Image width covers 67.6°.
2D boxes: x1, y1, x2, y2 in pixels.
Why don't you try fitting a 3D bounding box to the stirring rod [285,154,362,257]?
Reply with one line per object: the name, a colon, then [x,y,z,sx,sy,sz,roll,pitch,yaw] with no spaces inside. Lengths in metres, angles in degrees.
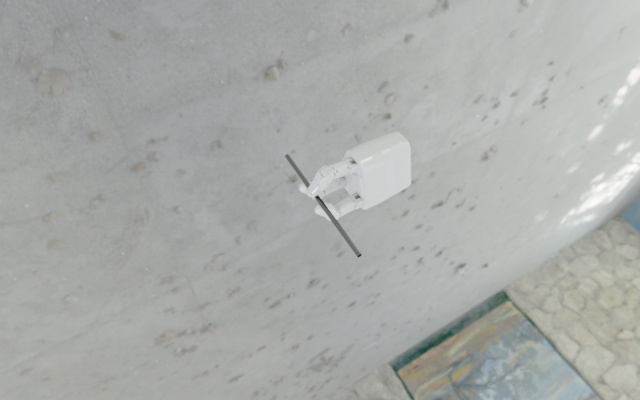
stirring rod: [0.000,0.003,0.810,0.011,0.239,0.011,-26,-31,-17]
